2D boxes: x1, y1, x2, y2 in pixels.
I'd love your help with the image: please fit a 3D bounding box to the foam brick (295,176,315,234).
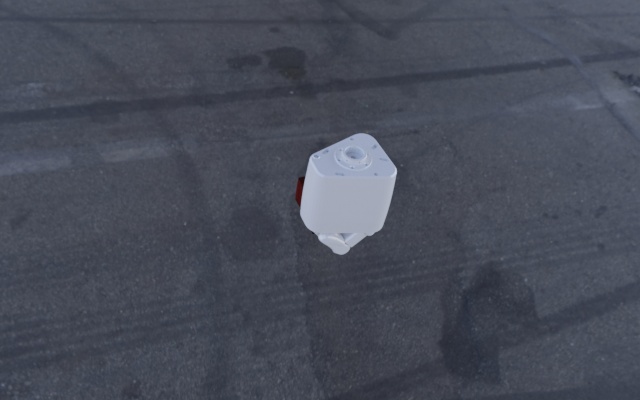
[{"bbox_3d":[0.000,0.002,0.733,0.053,0.078,0.051,-13,-40,-20],"label":"foam brick"}]
